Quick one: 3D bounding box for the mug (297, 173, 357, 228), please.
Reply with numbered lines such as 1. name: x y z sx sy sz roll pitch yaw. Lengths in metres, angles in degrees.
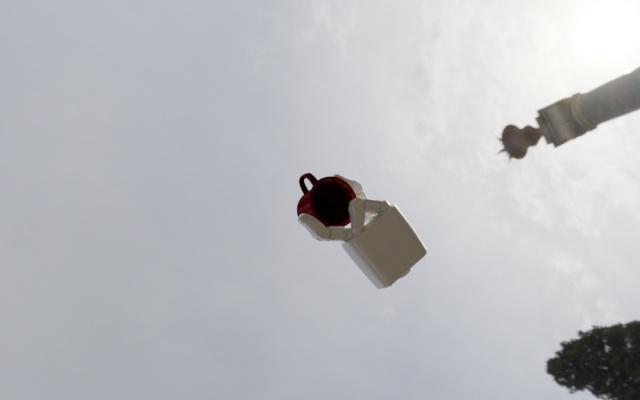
1. mug: -0.001 0.002 0.859 0.093 0.117 0.081 -40 4 -28
